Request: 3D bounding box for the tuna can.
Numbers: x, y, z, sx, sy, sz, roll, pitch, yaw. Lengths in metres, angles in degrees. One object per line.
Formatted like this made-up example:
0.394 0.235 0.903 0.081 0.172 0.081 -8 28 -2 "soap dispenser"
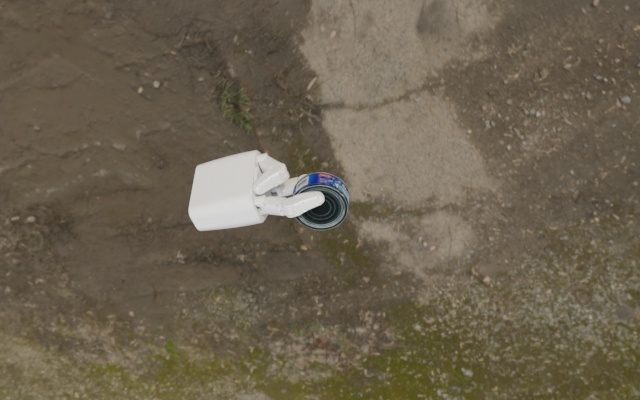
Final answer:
0.000 0.003 0.708 0.086 0.086 0.033 0 36 4 "tuna can"
